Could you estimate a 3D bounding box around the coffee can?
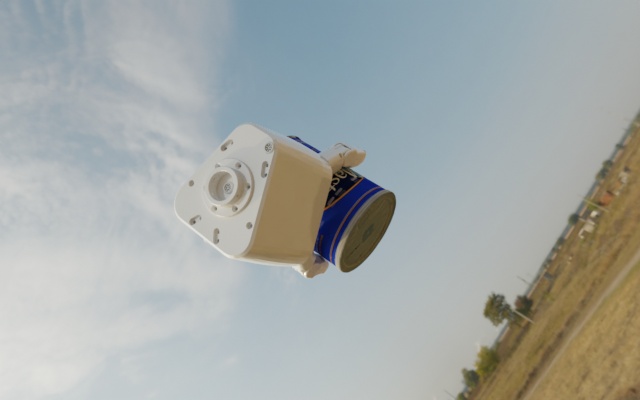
[{"bbox_3d":[0.000,0.002,0.547,0.140,0.103,0.103,33,15,25],"label":"coffee can"}]
